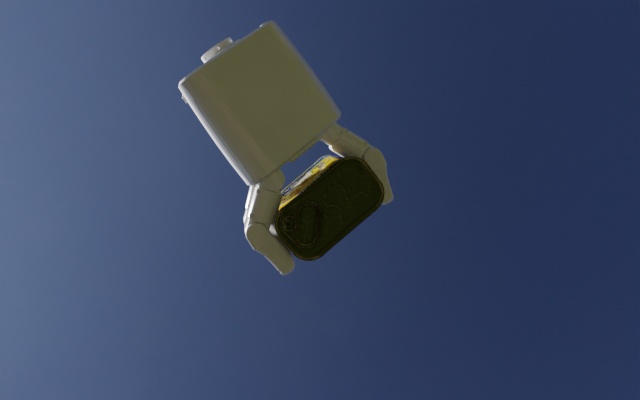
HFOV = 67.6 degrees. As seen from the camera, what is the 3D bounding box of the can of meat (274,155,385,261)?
[{"bbox_3d":[0.000,0.001,0.460,0.102,0.057,0.084,-40,15,-4],"label":"can of meat"}]
